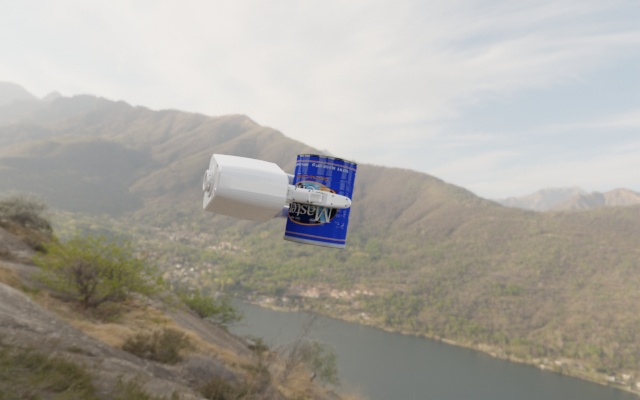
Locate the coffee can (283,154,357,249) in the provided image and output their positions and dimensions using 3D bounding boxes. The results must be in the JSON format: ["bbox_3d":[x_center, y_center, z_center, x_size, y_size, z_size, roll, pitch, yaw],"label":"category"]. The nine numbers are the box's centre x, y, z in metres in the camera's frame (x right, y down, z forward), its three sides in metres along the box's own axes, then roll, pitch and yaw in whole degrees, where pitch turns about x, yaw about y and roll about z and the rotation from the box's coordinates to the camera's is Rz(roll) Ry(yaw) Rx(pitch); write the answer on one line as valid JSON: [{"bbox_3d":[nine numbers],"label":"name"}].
[{"bbox_3d":[0.000,0.003,0.785,0.103,0.140,0.103,9,-3,0],"label":"coffee can"}]
